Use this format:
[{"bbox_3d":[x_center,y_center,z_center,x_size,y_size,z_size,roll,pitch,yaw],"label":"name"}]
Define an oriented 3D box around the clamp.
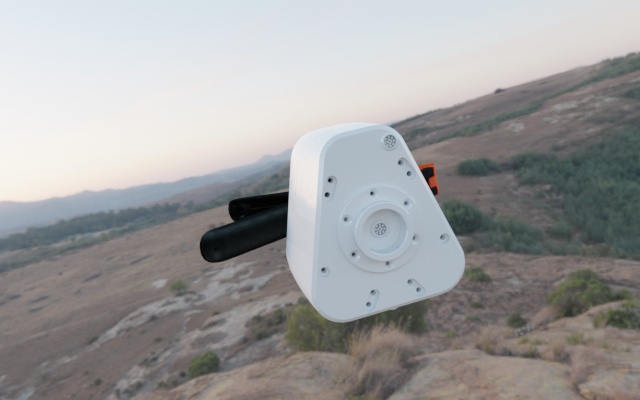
[{"bbox_3d":[0.000,0.001,0.437,0.210,0.036,0.164,-14,11,-7],"label":"clamp"}]
